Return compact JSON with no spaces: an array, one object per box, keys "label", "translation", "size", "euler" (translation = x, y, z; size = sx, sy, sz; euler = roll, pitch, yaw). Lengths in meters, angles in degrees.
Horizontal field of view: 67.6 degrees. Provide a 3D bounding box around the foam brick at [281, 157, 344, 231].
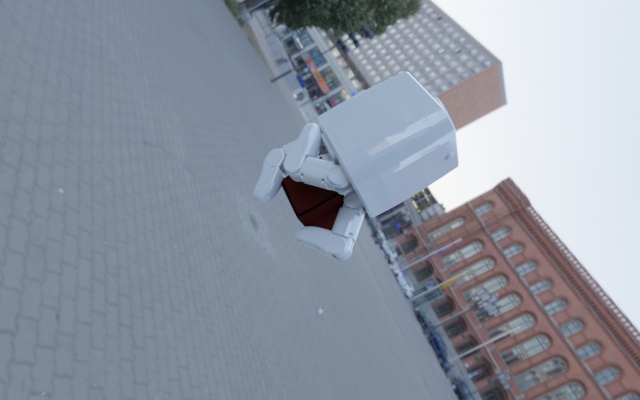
[{"label":"foam brick","translation":[0.000,0.002,0.518],"size":[0.051,0.053,0.078],"euler":[-30,-30,4]}]
